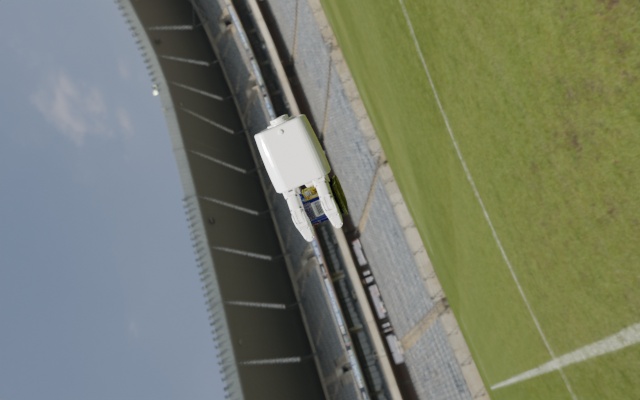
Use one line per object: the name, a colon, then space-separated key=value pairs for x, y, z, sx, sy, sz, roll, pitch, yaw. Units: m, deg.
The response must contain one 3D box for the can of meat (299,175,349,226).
can of meat: x=0.000 y=0.003 z=0.857 sx=0.084 sy=0.057 sz=0.102 roll=-22 pitch=16 yaw=7
